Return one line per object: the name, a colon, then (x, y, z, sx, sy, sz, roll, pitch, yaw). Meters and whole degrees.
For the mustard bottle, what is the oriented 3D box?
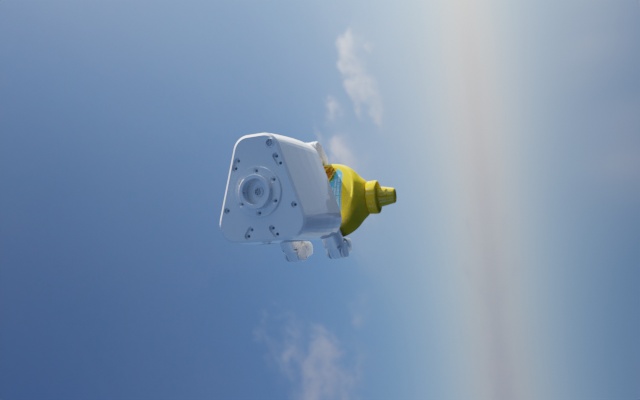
mustard bottle: (0.000, 0.002, 0.607, 0.191, 0.096, 0.058, -6, -28, 19)
